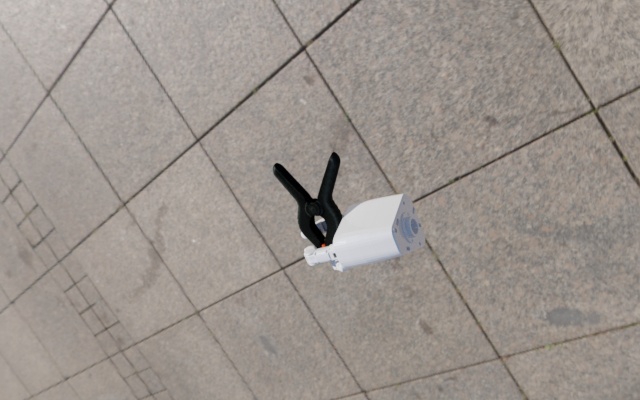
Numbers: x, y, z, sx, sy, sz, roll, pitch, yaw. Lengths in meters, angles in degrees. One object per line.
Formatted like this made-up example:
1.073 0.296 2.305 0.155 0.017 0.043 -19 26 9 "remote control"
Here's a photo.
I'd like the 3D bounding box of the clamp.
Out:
0.000 0.003 0.783 0.120 0.171 0.039 -16 13 34 "clamp"
